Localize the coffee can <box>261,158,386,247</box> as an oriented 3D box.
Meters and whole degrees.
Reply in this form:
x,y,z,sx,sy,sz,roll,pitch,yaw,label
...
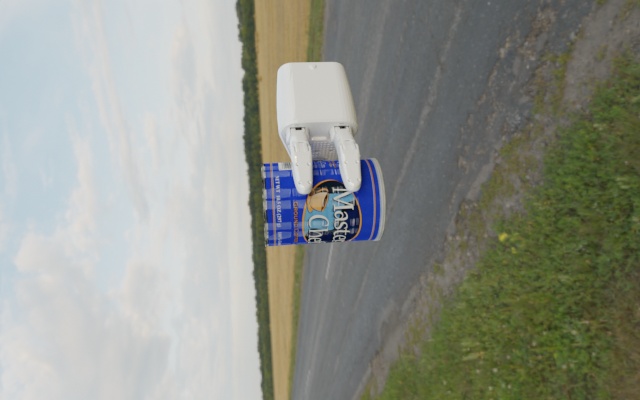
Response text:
x,y,z,sx,sy,sz,roll,pitch,yaw,label
0.000,0.002,0.586,0.140,0.103,0.103,-3,0,-7,coffee can
